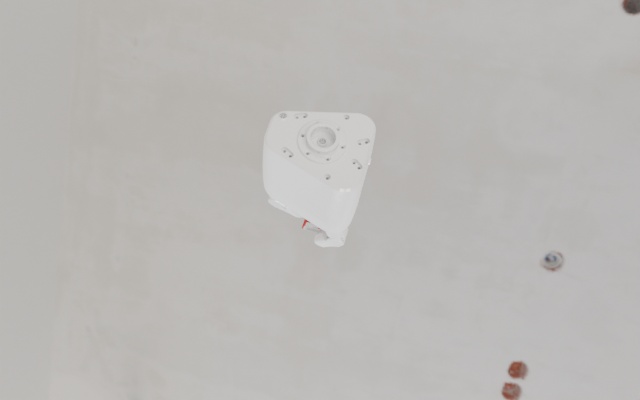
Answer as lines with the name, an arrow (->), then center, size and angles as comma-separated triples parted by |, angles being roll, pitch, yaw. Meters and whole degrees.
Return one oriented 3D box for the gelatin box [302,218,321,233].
gelatin box -> 0.000, 0.002, 0.641 | 0.030, 0.073, 0.089 | 16, -11, -2
